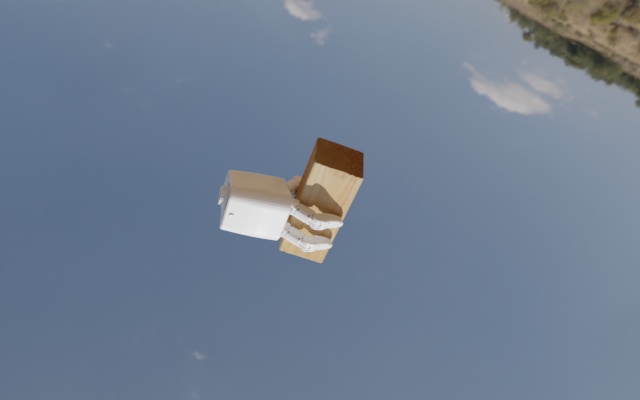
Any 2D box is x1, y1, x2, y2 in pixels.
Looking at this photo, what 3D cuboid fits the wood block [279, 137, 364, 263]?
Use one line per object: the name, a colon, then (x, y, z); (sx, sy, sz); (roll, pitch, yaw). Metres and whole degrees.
wood block: (0.000, 0.003, 0.876); (0.090, 0.206, 0.090); (18, 35, -8)
